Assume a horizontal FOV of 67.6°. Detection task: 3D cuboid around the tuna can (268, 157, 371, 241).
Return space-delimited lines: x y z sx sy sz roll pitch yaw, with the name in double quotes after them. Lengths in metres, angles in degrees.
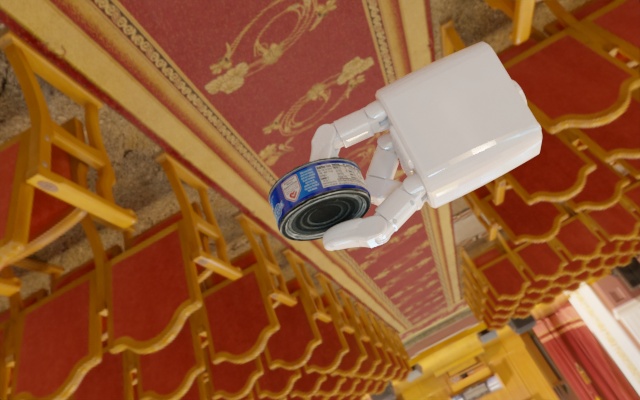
0.000 0.002 0.416 0.086 0.033 0.086 -16 -27 -8 "tuna can"
